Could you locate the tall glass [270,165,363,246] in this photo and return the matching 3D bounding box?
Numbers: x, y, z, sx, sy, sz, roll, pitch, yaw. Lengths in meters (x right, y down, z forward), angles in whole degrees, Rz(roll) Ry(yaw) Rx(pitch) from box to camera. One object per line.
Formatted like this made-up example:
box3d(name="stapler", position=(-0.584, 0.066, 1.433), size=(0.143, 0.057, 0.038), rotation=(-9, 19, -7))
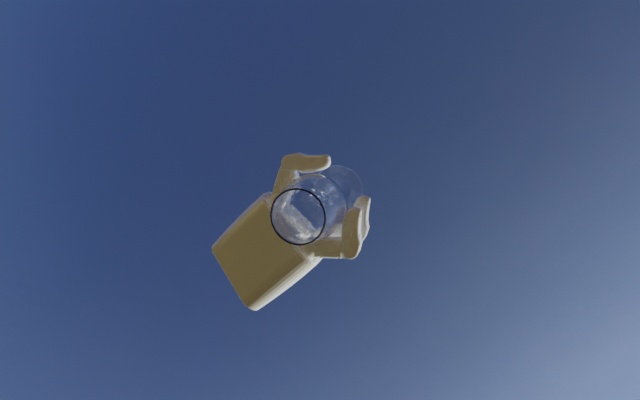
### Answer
box3d(name="tall glass", position=(0.000, 0.002, 0.596), size=(0.079, 0.079, 0.201), rotation=(0, 9, 14))
